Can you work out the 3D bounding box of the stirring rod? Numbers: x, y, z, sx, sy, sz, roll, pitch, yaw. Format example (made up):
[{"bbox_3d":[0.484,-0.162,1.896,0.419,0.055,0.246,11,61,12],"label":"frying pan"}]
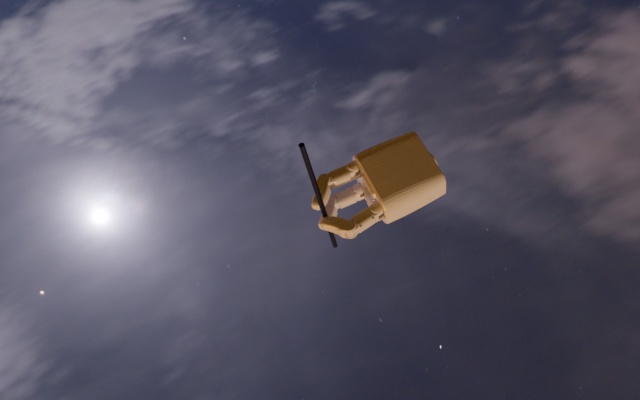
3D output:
[{"bbox_3d":[0.000,0.002,0.696,0.011,0.011,0.240,0,-37,15],"label":"stirring rod"}]
